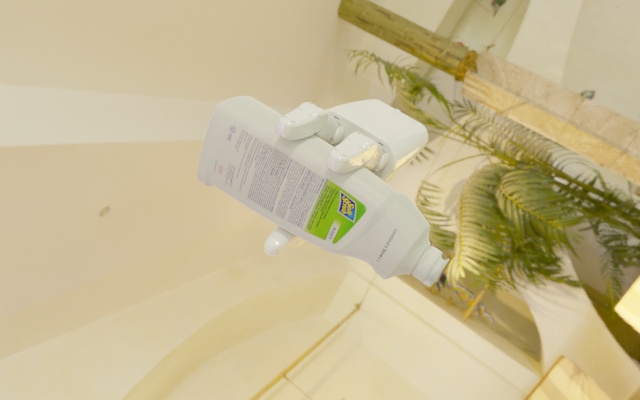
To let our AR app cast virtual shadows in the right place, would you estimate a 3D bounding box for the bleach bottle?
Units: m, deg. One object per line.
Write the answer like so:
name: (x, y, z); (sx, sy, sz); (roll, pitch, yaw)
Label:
bleach bottle: (0.000, 0.001, 0.448); (0.251, 0.103, 0.068); (34, 33, 18)
